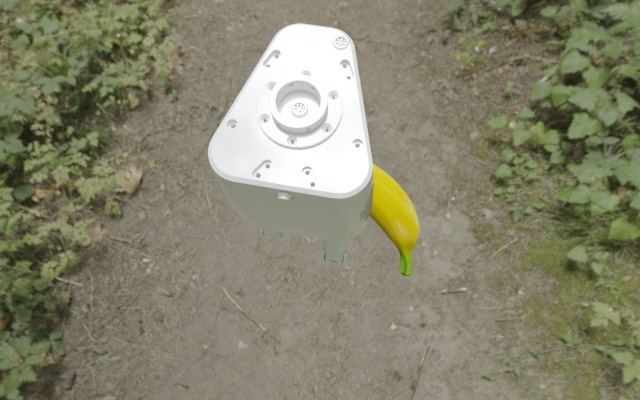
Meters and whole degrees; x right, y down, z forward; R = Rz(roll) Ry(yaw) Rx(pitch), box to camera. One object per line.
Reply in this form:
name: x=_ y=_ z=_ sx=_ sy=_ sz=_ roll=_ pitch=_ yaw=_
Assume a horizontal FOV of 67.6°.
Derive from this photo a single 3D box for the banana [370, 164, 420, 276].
banana: x=0.013 y=-0.012 z=0.422 sx=0.198 sy=0.069 sz=0.037 roll=33 pitch=4 yaw=6
